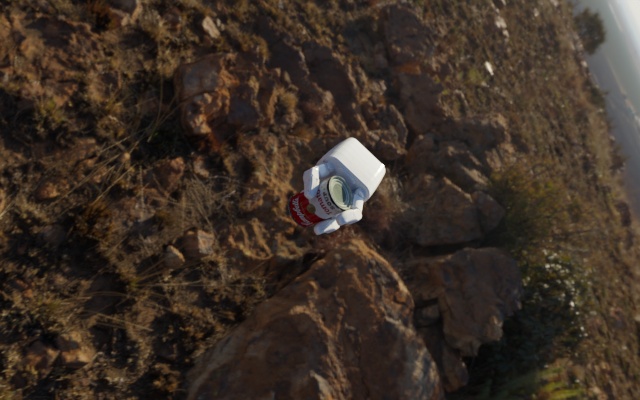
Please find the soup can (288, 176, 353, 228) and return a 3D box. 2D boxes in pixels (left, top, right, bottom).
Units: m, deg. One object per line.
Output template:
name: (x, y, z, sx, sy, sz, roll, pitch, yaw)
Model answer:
soup can: (0.000, 0.003, 0.874, 0.102, 0.068, 0.068, -24, -15, 37)
